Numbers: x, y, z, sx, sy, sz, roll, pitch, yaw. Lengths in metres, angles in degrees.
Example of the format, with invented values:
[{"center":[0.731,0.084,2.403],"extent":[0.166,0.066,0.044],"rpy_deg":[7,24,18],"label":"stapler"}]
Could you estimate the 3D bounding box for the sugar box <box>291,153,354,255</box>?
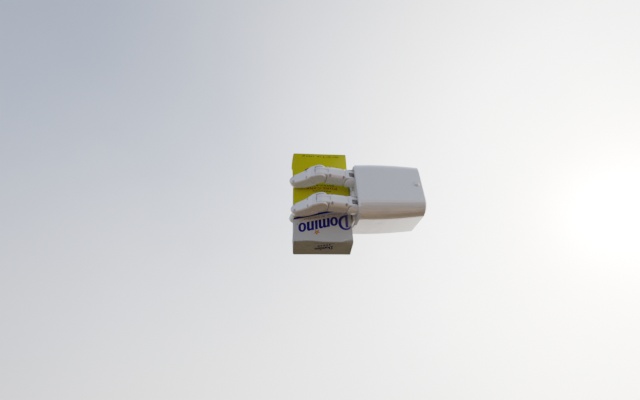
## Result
[{"center":[0.000,0.002,0.772],"extent":[0.093,0.176,0.048],"rpy_deg":[0,-39,-5],"label":"sugar box"}]
